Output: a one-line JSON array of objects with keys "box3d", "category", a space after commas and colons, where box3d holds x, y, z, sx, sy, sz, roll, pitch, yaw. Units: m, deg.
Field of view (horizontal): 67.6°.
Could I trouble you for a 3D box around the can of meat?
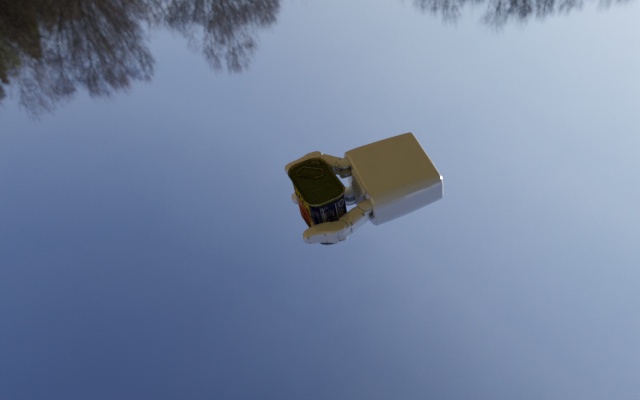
[{"box3d": [0.000, 0.003, 0.678, 0.057, 0.084, 0.102, -23, 41, -11], "category": "can of meat"}]
